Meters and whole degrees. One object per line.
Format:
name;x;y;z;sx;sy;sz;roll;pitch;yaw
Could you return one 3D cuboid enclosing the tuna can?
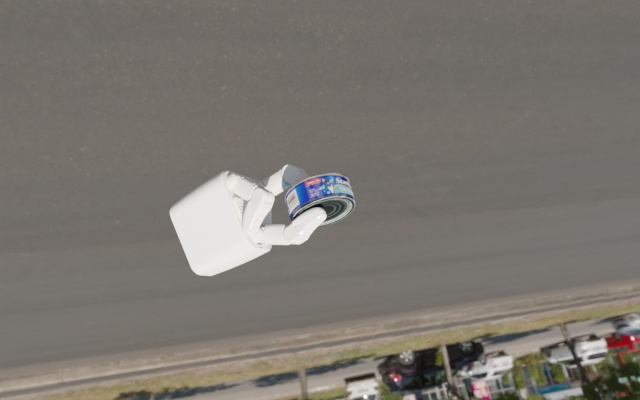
tuna can;0.000;0.002;0.601;0.086;0.033;0.086;-14;-26;-7
